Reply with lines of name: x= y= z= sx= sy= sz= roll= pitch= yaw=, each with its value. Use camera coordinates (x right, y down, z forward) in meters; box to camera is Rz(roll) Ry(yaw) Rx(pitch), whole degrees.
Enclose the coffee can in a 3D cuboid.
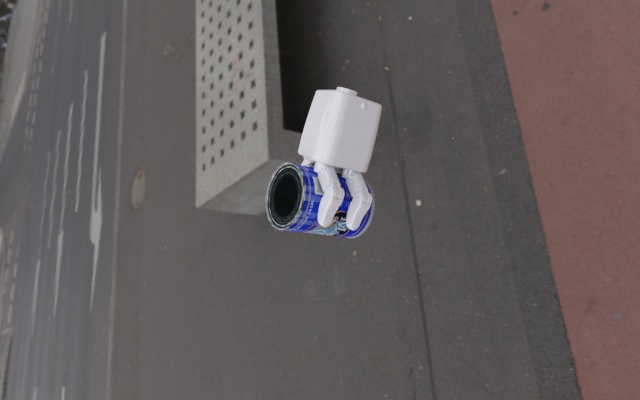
coffee can: x=0.000 y=0.003 z=0.749 sx=0.140 sy=0.103 sz=0.103 roll=9 pitch=-6 yaw=-37
